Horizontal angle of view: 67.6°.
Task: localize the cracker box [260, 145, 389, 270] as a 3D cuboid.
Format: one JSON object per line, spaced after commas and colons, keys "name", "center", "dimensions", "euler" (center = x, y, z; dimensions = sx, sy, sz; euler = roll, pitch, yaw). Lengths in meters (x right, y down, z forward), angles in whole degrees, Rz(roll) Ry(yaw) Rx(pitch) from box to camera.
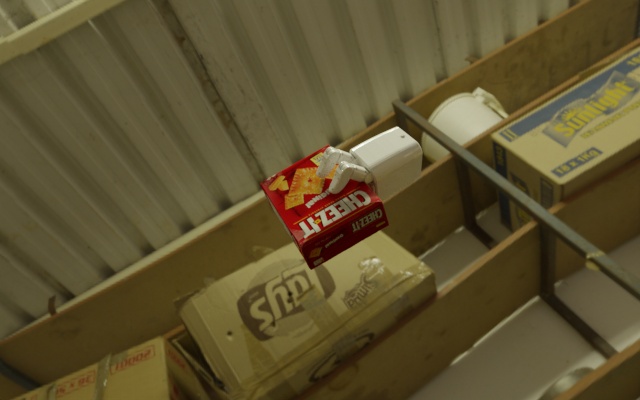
{"name": "cracker box", "center": [0.000, 0.003, 0.893], "dimensions": [0.164, 0.072, 0.213], "euler": [-30, 42, -8]}
